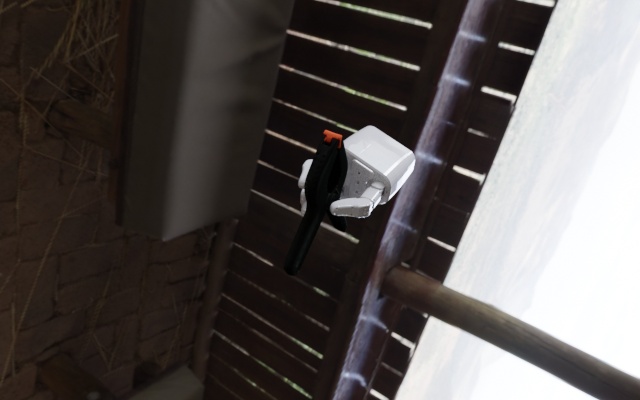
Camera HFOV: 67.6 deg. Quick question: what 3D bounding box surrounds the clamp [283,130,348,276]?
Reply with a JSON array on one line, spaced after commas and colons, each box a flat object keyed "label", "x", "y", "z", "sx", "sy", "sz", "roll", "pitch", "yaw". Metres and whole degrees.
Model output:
[{"label": "clamp", "x": 0.001, "y": 0.002, "z": 0.702, "sx": 0.036, "sy": 0.210, "sz": 0.164, "roll": 22, "pitch": 40, "yaw": 23}]
